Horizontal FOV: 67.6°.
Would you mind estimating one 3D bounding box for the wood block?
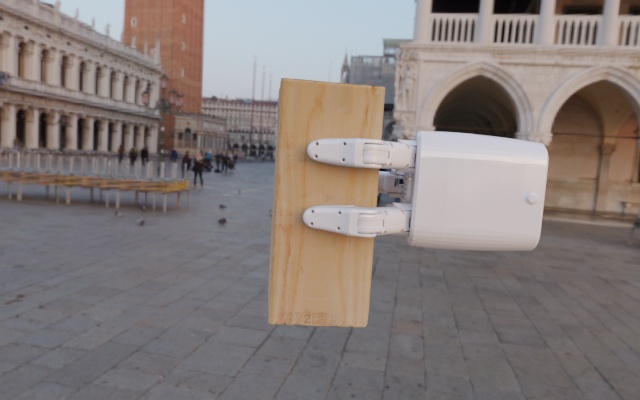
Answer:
[{"bbox_3d":[0.000,0.001,0.443,0.090,0.206,0.091,3,6,-6],"label":"wood block"}]
